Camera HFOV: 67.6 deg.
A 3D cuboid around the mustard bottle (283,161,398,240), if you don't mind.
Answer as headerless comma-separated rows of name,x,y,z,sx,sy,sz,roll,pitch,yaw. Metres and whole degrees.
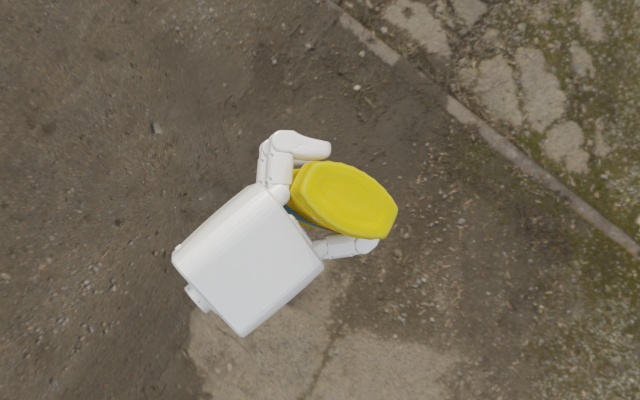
mustard bottle,0.000,0.001,0.507,0.096,0.058,0.191,27,-8,-15
